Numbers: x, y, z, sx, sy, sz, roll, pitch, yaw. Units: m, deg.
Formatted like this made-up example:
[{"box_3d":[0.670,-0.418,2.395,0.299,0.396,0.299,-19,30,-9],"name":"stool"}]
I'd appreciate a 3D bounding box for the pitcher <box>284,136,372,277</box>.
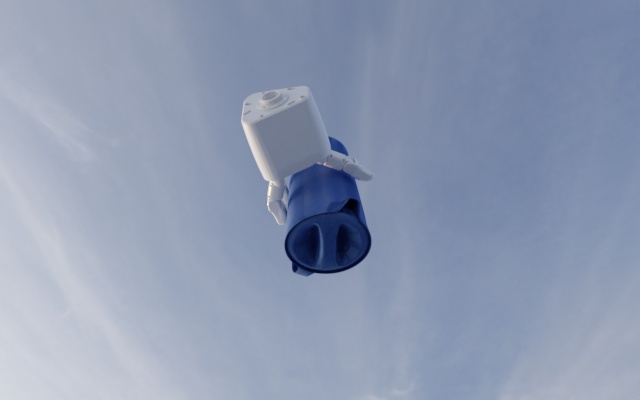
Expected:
[{"box_3d":[0.000,0.003,0.818,0.149,0.145,0.242,-16,39,9],"name":"pitcher"}]
